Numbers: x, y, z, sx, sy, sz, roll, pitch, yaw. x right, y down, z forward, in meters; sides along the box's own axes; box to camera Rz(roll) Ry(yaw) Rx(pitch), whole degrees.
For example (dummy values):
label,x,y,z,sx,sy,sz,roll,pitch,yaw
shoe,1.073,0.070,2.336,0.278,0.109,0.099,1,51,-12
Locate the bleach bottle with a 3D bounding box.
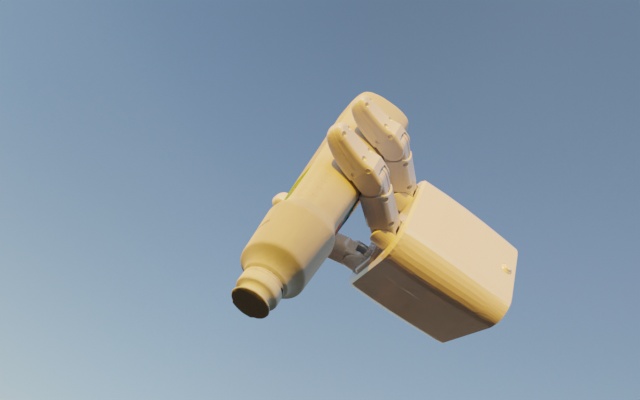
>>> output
label,x,y,z,sx,sy,sz,roll,pitch,yaw
bleach bottle,0.000,0.001,0.402,0.068,0.103,0.250,35,43,0
